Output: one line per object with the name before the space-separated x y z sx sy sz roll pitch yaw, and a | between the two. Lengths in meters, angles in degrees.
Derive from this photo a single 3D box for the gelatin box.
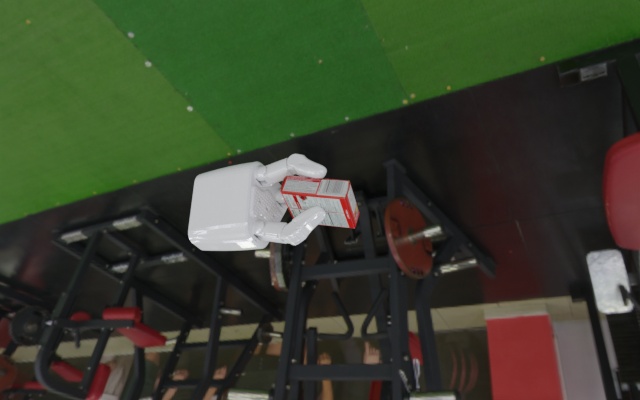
gelatin box | 0.000 0.002 0.619 0.089 0.030 0.073 6 -32 19
